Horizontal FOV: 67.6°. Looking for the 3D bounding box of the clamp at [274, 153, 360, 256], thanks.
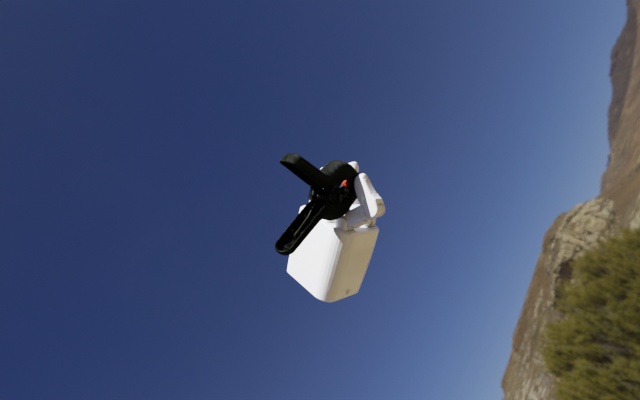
[{"bbox_3d":[0.000,0.002,0.597,0.039,0.120,0.171,25,17,33],"label":"clamp"}]
